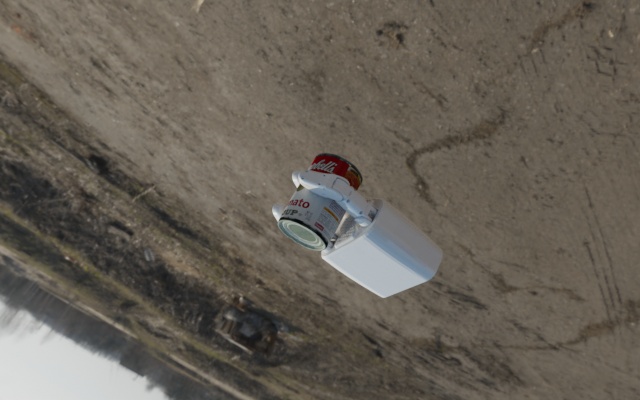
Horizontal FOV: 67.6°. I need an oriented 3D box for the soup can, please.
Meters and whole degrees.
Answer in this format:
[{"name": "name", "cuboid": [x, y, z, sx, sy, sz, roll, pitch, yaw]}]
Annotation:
[{"name": "soup can", "cuboid": [0.000, 0.002, 0.585, 0.068, 0.102, 0.068, 24, -25, 12]}]
